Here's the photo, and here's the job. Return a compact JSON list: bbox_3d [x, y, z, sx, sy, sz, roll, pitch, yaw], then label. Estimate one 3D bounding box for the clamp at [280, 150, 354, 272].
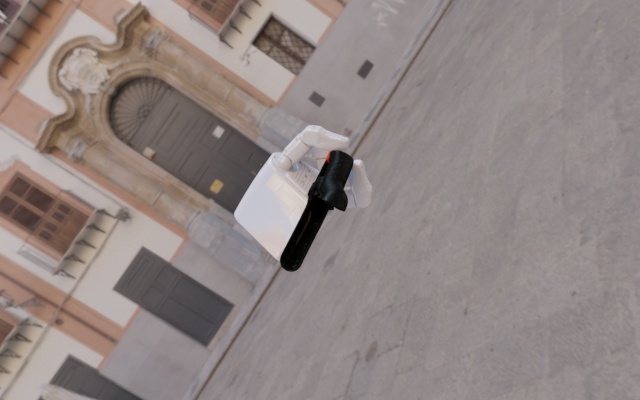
[{"bbox_3d":[0.000,0.001,0.546,0.039,0.120,0.171,36,28,-9],"label":"clamp"}]
